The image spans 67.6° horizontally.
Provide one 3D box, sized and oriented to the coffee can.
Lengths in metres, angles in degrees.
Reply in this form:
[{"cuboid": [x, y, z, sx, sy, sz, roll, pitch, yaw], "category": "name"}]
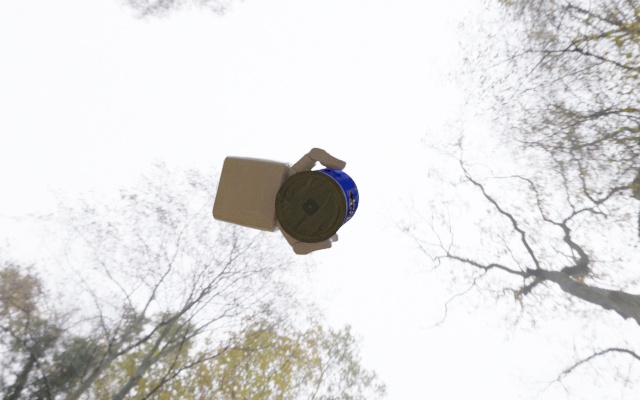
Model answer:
[{"cuboid": [0.000, 0.002, 0.728, 0.103, 0.103, 0.140, 0, 6, 12], "category": "coffee can"}]
